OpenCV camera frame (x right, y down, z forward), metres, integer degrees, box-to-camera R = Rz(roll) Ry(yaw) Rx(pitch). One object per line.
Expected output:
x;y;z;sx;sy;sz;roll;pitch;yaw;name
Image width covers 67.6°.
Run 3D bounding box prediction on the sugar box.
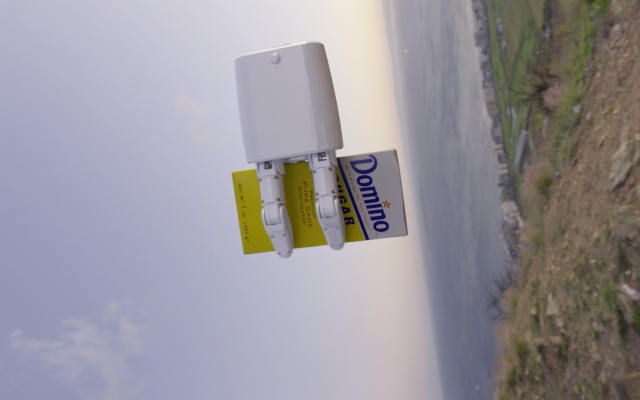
0.000;0.002;0.513;0.176;0.093;0.048;-8;4;10;sugar box
